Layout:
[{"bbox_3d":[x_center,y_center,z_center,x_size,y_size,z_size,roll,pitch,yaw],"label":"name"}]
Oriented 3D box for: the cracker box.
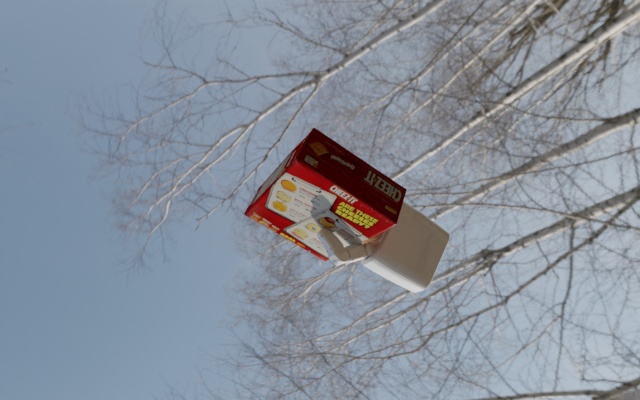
[{"bbox_3d":[0.000,0.003,0.723,0.164,0.072,0.214,32,-32,-13],"label":"cracker box"}]
